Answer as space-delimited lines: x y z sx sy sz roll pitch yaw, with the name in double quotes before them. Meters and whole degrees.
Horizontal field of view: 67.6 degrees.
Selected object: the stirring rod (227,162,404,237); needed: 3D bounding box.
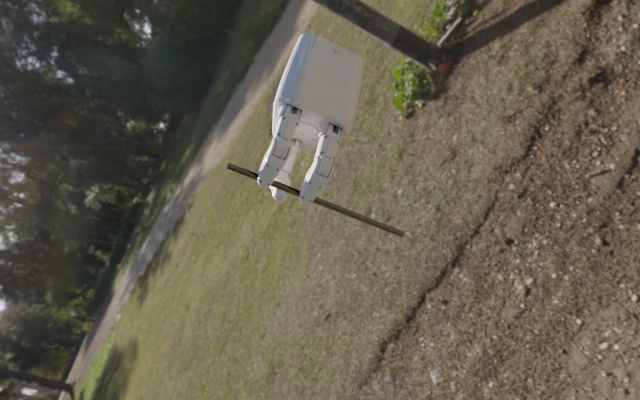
"stirring rod" 0.000 0.002 0.588 0.239 0.011 0.011 22 -7 -17
